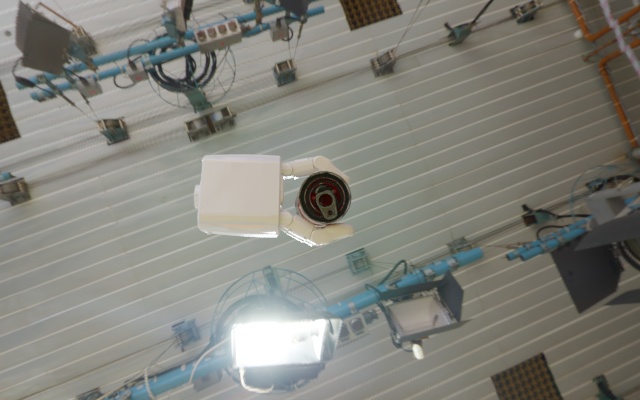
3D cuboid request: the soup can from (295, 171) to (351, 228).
[{"bbox_3d":[0.001,0.002,0.654,0.068,0.068,0.102,0,-7,-7],"label":"soup can"}]
